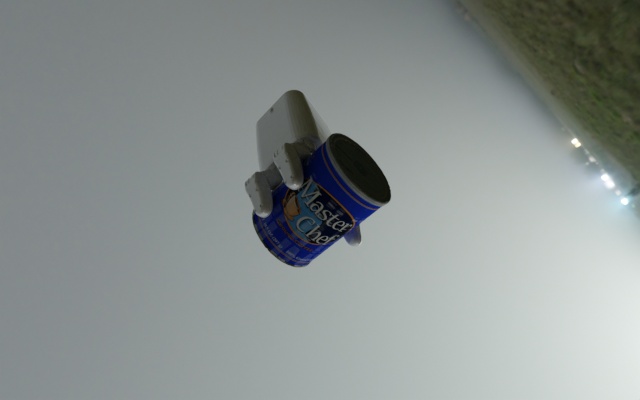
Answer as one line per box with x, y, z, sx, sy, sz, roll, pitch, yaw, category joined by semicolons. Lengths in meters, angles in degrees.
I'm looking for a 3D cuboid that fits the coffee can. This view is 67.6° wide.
0.000;0.002;0.581;0.140;0.102;0.103;-40;-21;27;coffee can
